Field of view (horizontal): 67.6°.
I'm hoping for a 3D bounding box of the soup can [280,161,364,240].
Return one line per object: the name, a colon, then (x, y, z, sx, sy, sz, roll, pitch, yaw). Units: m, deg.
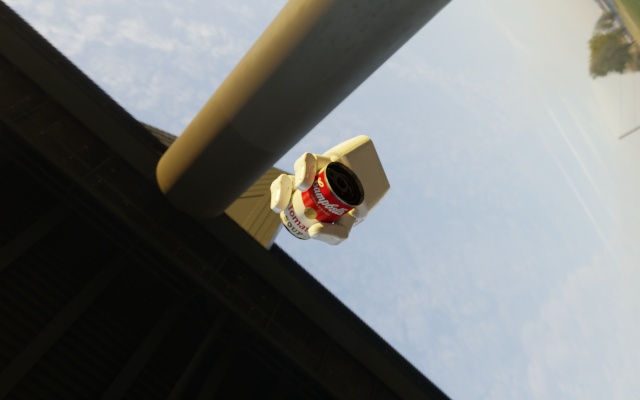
soup can: (0.000, 0.003, 0.647, 0.068, 0.068, 0.102, 0, -29, -47)
